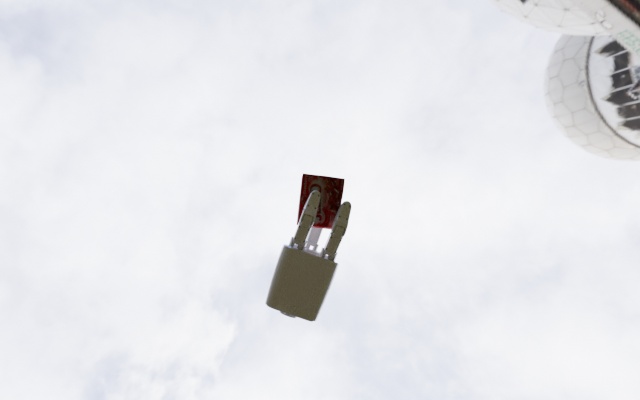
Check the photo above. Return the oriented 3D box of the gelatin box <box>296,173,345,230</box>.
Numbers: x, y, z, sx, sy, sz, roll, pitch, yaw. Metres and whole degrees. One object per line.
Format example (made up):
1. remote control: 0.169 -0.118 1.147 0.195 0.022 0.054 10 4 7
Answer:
1. gelatin box: 0.000 0.002 0.812 0.073 0.089 0.030 7 -7 -5
